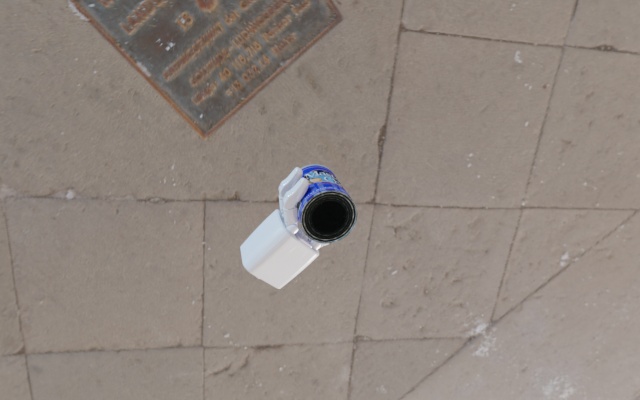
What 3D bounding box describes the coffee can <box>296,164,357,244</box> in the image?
[{"bbox_3d":[0.000,0.003,0.890,0.103,0.103,0.140,0,23,-14],"label":"coffee can"}]
